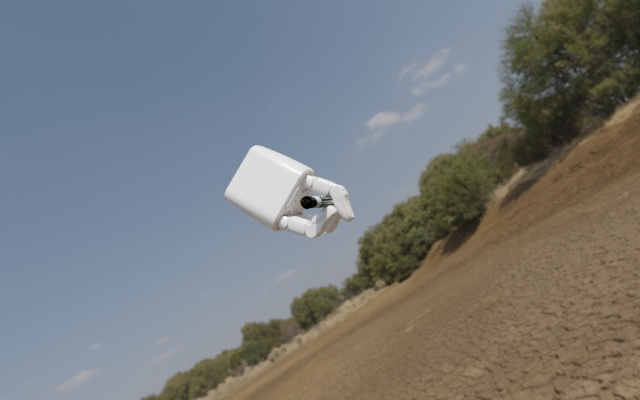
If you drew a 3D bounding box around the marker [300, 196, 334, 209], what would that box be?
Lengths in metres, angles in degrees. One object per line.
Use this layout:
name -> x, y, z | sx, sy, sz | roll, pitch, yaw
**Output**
marker -> 0.000, 0.002, 0.712 | 0.020, 0.020, 0.121 | 0, 1, 21
